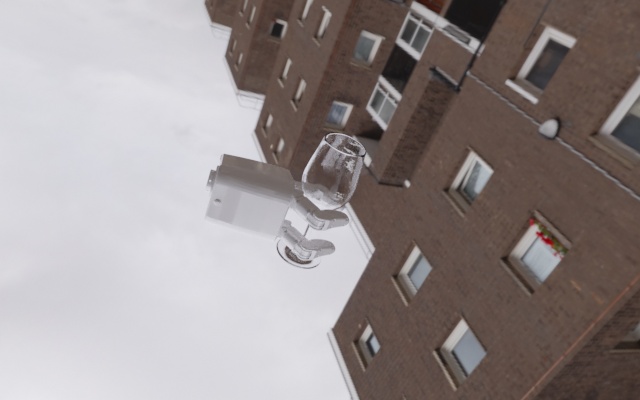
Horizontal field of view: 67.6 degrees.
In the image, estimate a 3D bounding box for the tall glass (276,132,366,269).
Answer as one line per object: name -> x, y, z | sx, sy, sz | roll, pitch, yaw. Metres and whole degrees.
tall glass -> 0.000, 0.003, 0.698 | 0.079, 0.201, 0.079 | 18, 30, -11
